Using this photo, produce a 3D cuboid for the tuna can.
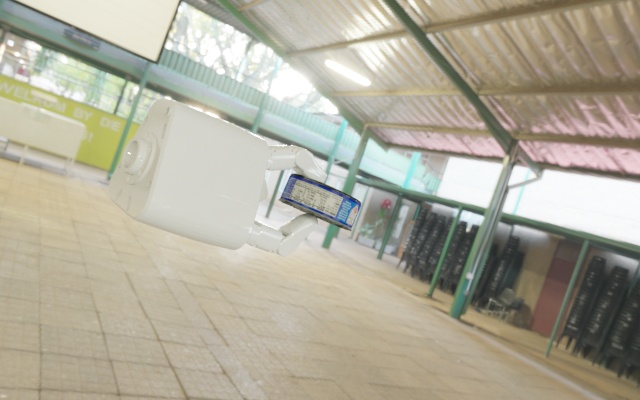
[{"bbox_3d":[0.000,0.001,0.517,0.086,0.034,0.086,23,-3,1],"label":"tuna can"}]
